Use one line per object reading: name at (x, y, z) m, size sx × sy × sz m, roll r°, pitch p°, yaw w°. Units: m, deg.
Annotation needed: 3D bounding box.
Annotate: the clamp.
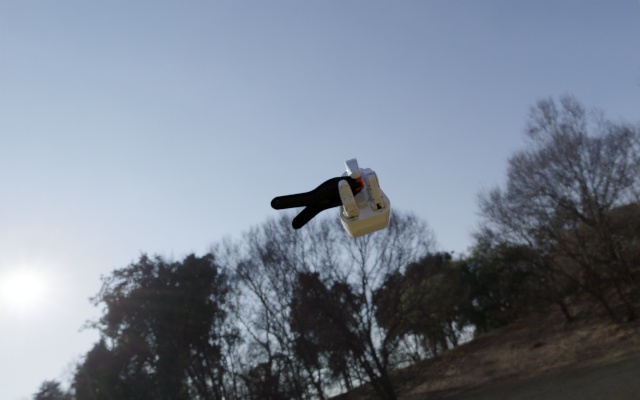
clamp at (0.000, 0.002, 0.896) m, size 0.171 × 0.039 × 0.120 m, roll -17°, pitch -23°, yaw 2°
